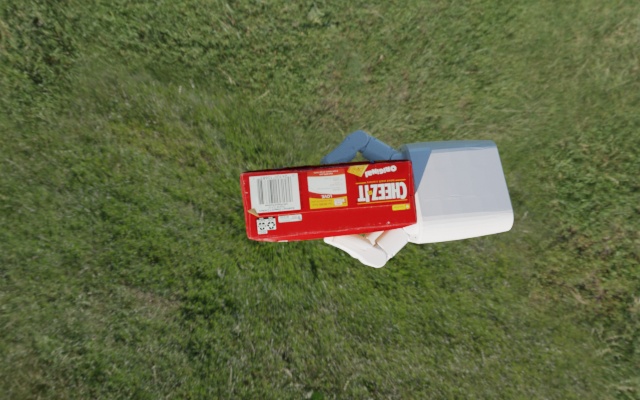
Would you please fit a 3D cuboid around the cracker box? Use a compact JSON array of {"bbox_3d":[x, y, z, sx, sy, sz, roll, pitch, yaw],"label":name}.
[{"bbox_3d":[0.000,0.002,0.547,0.164,0.072,0.214,-5,-1,-5],"label":"cracker box"}]
